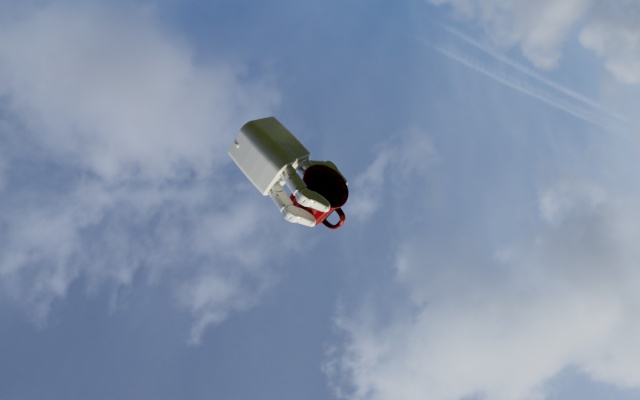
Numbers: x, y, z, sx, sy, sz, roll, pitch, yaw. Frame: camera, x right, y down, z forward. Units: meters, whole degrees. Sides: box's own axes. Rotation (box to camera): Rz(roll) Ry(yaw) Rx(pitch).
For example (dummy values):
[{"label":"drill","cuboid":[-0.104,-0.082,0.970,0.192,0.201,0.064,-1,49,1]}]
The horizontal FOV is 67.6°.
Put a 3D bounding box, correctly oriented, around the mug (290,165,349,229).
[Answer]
[{"label":"mug","cuboid":[0.001,0.004,0.884,0.093,0.117,0.081,-35,-9,-42]}]
